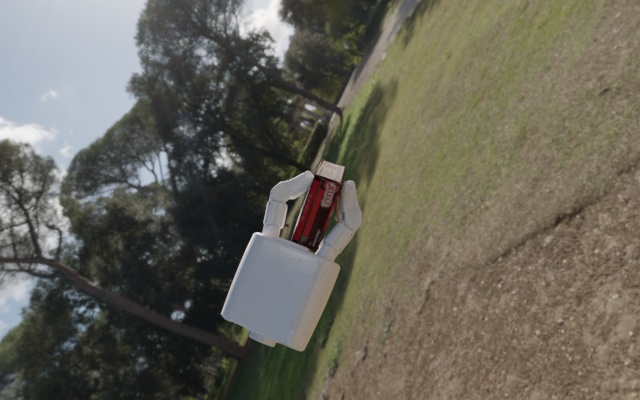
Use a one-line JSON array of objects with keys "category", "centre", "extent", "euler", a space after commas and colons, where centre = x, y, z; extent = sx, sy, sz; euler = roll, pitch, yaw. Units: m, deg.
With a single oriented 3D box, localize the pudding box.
[{"category": "pudding box", "centre": [0.000, 0.002, 0.602], "extent": [0.039, 0.090, 0.113], "euler": [21, 16, -2]}]
